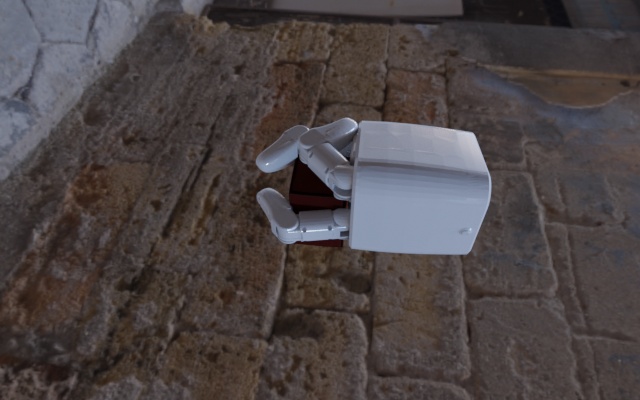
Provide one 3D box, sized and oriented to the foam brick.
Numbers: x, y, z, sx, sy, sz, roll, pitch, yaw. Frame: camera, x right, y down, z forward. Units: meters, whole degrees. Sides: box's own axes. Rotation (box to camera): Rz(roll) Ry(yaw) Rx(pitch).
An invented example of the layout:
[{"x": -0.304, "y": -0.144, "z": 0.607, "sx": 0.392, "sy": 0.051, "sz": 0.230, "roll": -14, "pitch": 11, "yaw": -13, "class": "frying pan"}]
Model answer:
[{"x": 0.000, "y": 0.002, "z": 0.459, "sx": 0.051, "sy": 0.053, "sz": 0.078, "roll": 4, "pitch": -40, "yaw": 4, "class": "foam brick"}]
